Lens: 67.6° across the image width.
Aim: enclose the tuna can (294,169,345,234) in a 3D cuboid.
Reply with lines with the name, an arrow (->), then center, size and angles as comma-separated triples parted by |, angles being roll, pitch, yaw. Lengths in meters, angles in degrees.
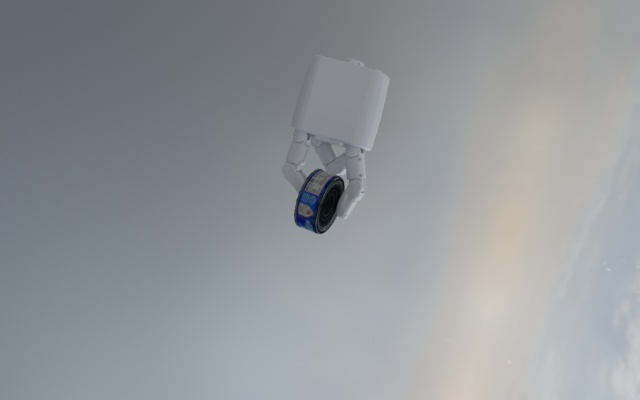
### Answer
tuna can -> 0.001, 0.002, 0.653 | 0.033, 0.086, 0.086 | 21, 8, 21
